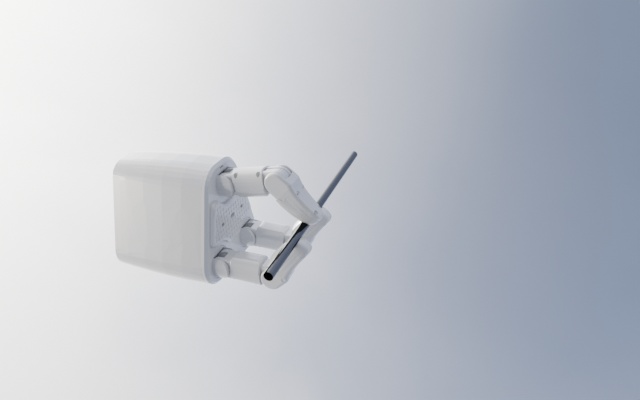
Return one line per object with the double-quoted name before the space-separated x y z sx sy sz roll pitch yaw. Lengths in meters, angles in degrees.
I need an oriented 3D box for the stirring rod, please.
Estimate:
"stirring rod" 0.000 0.001 0.453 0.011 0.011 0.239 0 27 21
